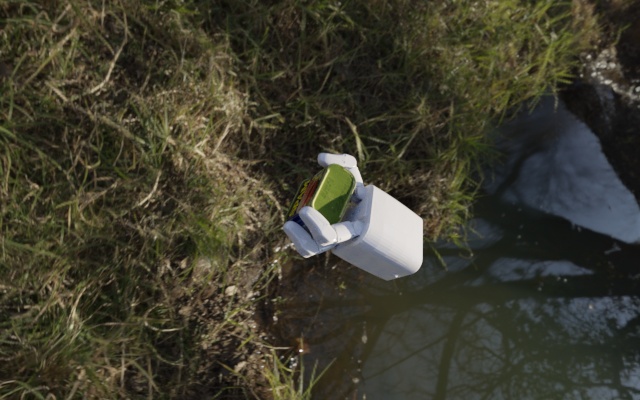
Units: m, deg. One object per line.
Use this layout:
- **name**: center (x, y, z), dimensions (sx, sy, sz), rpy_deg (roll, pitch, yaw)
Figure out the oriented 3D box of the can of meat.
- **can of meat**: center (0.000, 0.002, 0.706), dimensions (0.057, 0.102, 0.084), rpy_deg (34, -31, -16)
